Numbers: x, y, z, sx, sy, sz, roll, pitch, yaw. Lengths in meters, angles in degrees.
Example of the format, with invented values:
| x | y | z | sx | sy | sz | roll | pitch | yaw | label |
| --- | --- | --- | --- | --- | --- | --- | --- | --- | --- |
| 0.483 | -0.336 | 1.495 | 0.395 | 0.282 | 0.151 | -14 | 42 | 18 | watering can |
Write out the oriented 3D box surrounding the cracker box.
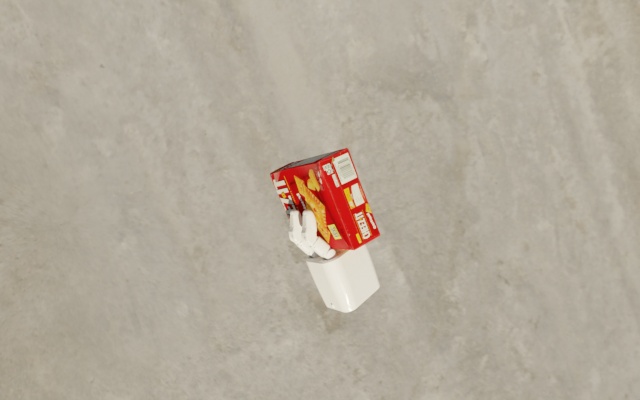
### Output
| x | y | z | sx | sy | sz | roll | pitch | yaw | label |
| --- | --- | --- | --- | --- | --- | --- | --- | --- | --- |
| 0.000 | 0.003 | 0.884 | 0.072 | 0.164 | 0.214 | -26 | 10 | -27 | cracker box |
